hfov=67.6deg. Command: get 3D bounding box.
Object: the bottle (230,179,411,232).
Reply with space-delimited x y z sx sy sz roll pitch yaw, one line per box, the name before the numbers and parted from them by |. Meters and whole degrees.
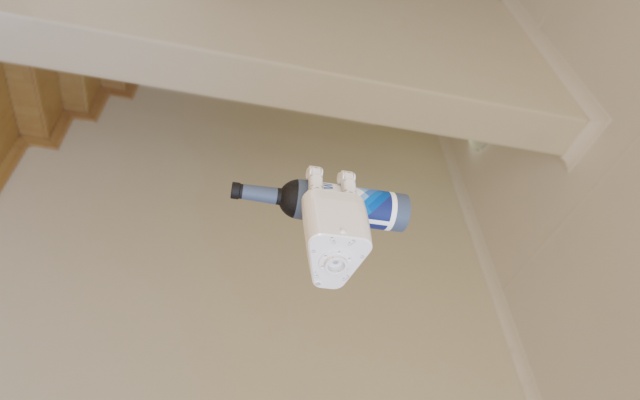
bottle | 0.000 0.003 0.794 0.296 0.069 0.069 8 -2 -11
